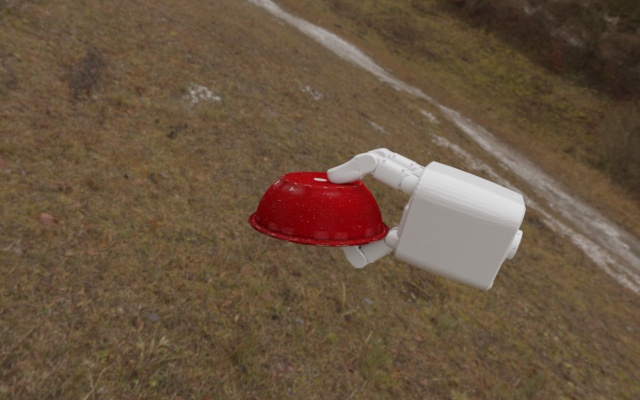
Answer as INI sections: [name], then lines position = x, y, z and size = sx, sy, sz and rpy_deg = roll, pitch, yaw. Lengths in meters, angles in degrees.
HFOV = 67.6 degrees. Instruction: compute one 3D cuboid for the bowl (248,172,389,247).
[bowl]
position = -0.001, 0.001, 0.546
size = 0.162, 0.055, 0.162
rpy_deg = 4, 13, -1
